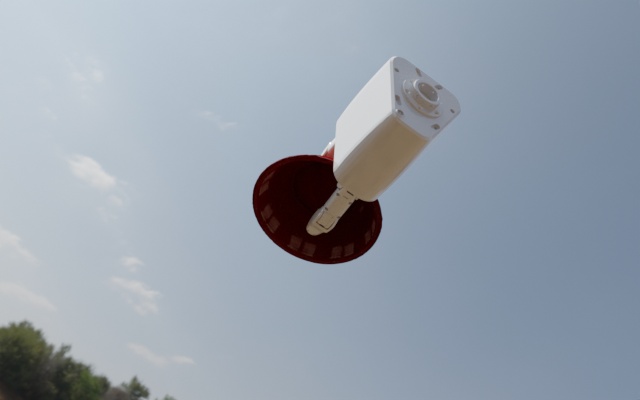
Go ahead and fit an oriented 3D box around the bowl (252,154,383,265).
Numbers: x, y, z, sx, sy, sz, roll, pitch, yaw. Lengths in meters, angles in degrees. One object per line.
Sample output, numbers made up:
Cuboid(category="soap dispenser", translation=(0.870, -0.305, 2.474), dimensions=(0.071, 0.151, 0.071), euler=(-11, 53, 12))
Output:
Cuboid(category="bowl", translation=(-0.001, 0.002, 0.594), dimensions=(0.162, 0.162, 0.055), euler=(0, 34, 17))
